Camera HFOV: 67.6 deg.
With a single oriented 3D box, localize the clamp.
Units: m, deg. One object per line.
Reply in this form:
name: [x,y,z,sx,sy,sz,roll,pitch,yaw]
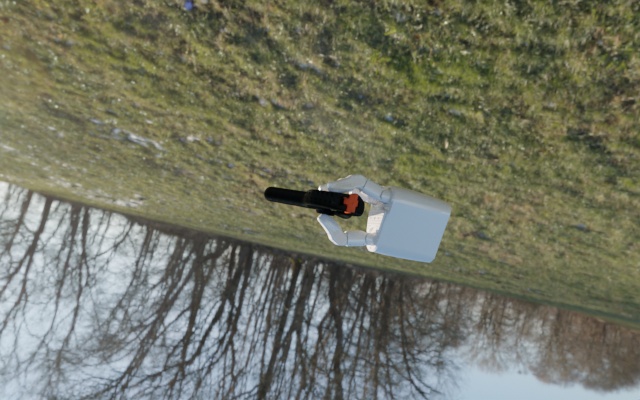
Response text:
clamp: [0.000,0.003,0.755,0.164,0.036,0.210,12,-4,-13]
